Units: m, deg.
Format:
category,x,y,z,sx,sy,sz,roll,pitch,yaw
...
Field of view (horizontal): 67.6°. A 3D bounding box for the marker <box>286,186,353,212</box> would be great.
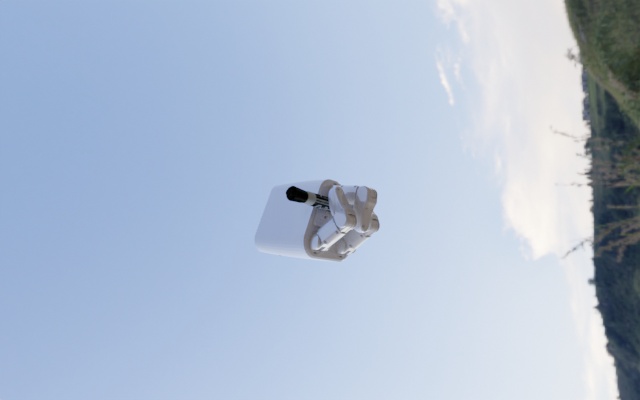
category,x,y,z,sx,sy,sz,roll,pitch,yaw
marker,0.000,0.002,0.617,0.020,0.020,0.121,0,-11,41
